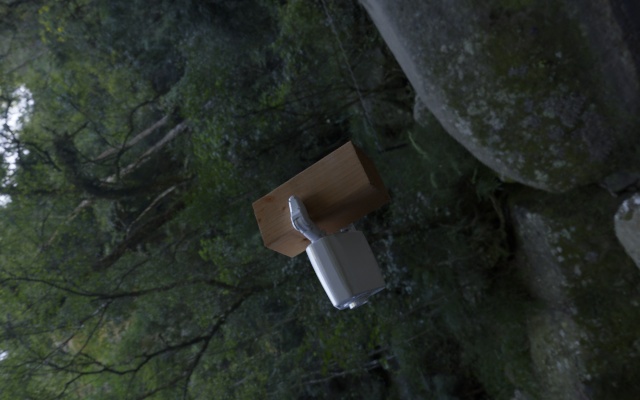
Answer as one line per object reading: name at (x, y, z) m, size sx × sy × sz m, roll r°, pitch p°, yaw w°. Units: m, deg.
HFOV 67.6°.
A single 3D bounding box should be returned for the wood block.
wood block at (0.000, 0.003, 0.808) m, size 0.206 × 0.090 × 0.091 m, roll -31°, pitch -31°, yaw 17°
